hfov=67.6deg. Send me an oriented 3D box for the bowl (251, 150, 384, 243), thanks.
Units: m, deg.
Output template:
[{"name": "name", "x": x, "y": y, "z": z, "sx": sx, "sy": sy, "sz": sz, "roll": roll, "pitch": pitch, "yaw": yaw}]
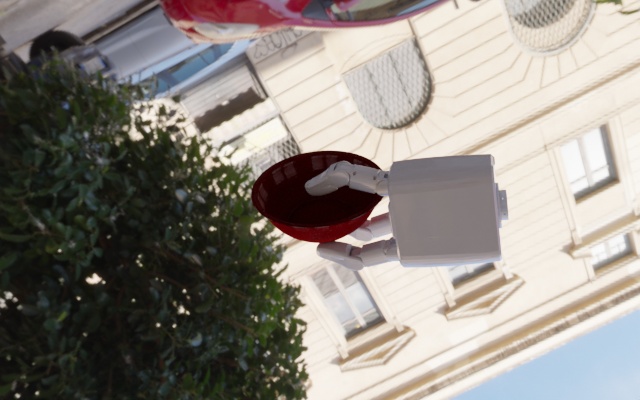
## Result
[{"name": "bowl", "x": -0.001, "y": 0.002, "z": 0.580, "sx": 0.162, "sy": 0.055, "sz": 0.162, "roll": -4, "pitch": 36, "yaw": 3}]
